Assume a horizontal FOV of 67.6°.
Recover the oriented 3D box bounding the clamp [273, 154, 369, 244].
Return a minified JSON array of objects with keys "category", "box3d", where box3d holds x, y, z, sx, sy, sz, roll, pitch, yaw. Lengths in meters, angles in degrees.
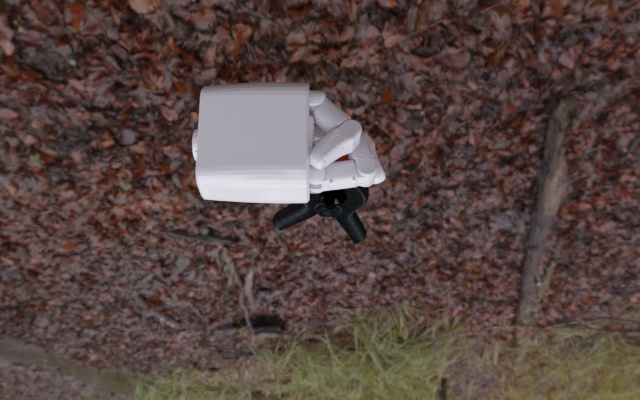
[{"category":"clamp","box3d":[0.000,0.002,0.556,0.120,0.039,0.172,1,-33,0]}]
